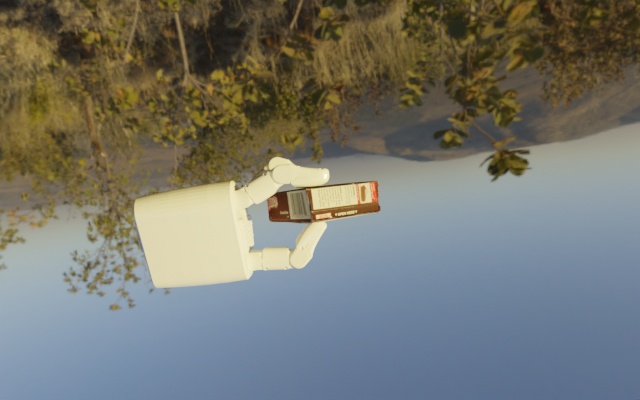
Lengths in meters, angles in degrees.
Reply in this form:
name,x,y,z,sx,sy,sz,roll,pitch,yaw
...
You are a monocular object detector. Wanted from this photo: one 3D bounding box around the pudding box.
name,x,y,z,sx,sy,sz,roll,pitch,yaw
pudding box,0.000,0.002,0.545,0.090,0.039,0.113,-8,4,-29
